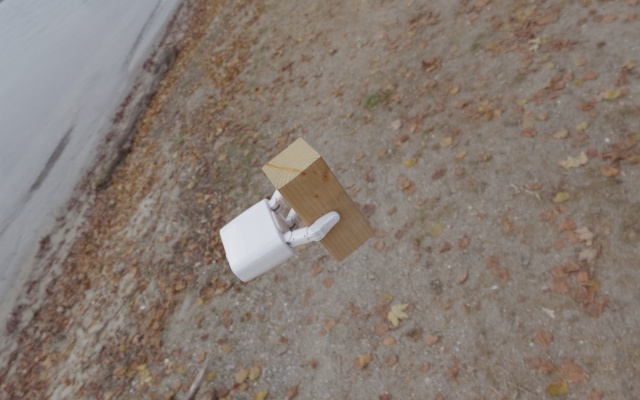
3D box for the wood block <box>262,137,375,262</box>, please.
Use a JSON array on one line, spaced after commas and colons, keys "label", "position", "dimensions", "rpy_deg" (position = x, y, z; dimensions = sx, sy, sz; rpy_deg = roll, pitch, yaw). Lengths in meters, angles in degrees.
[{"label": "wood block", "position": [0.000, 0.003, 0.845], "dimensions": [0.090, 0.206, 0.090], "rpy_deg": [-39, 37, -1]}]
